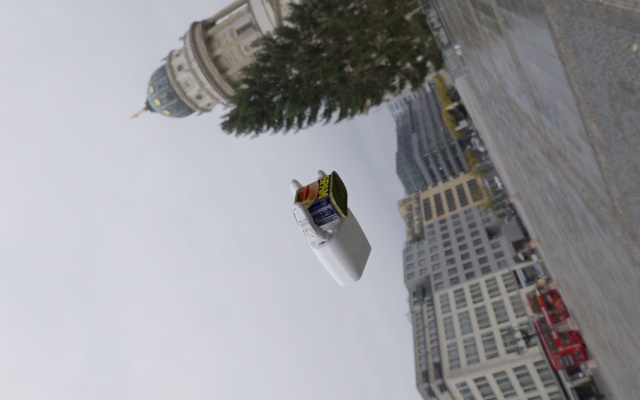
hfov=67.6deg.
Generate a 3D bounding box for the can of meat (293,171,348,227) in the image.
[{"bbox_3d":[0.000,0.003,0.871,0.084,0.057,0.102,-25,29,19],"label":"can of meat"}]
